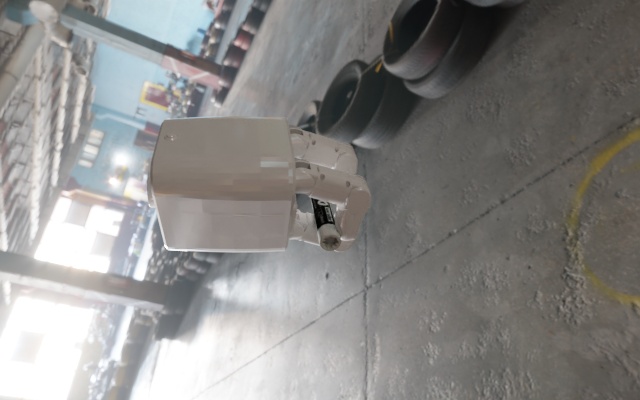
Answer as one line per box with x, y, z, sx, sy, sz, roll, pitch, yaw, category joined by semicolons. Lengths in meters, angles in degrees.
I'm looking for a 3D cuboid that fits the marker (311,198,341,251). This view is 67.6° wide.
0.000;0.001;0.451;0.020;0.020;0.121;0;35;-10;marker
